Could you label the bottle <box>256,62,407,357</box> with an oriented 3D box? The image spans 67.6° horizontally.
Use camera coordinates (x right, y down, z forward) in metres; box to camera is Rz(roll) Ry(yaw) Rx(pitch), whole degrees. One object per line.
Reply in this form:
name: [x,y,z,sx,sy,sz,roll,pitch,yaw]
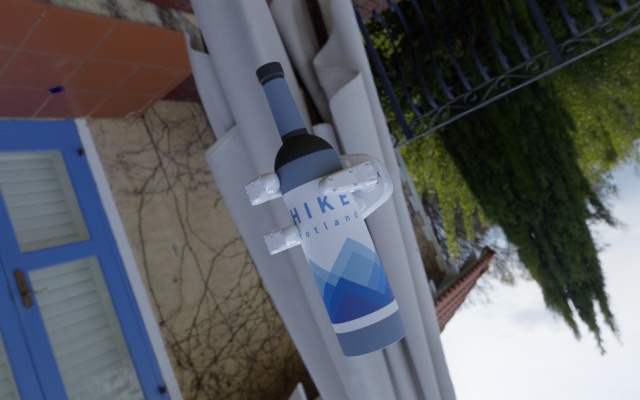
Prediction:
bottle: [0.000,0.002,0.475,0.069,0.295,0.069,-21,-4,-2]
